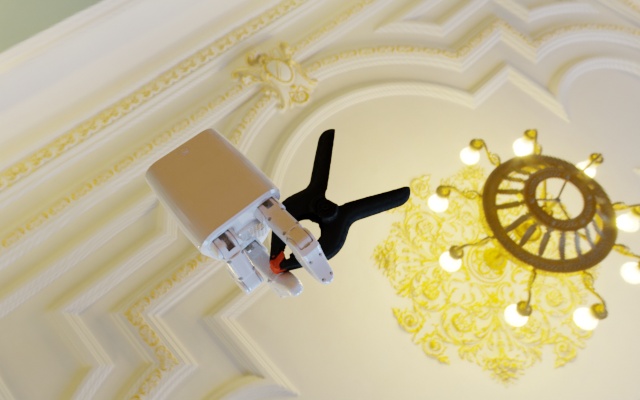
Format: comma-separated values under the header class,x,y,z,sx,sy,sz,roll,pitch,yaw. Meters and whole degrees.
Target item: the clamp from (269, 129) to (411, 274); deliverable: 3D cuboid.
class,x,y,z,sx,sy,sz,roll,pitch,yaw
clamp,0.000,0.002,0.510,0.171,0.120,0.039,-38,-19,-20
